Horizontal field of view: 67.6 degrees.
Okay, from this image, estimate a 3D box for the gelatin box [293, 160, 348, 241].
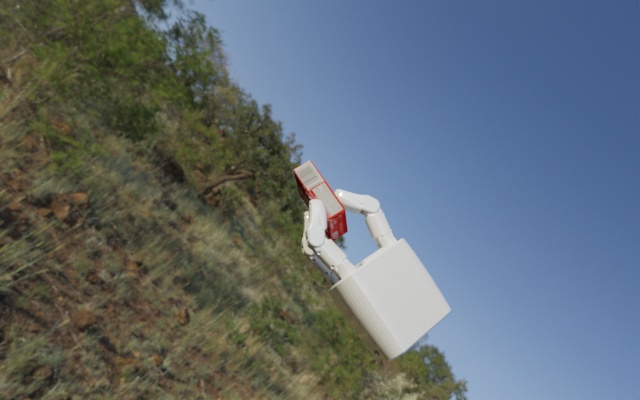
[{"bbox_3d":[0.000,0.002,0.627,0.030,0.089,0.073,-30,-23,-9],"label":"gelatin box"}]
